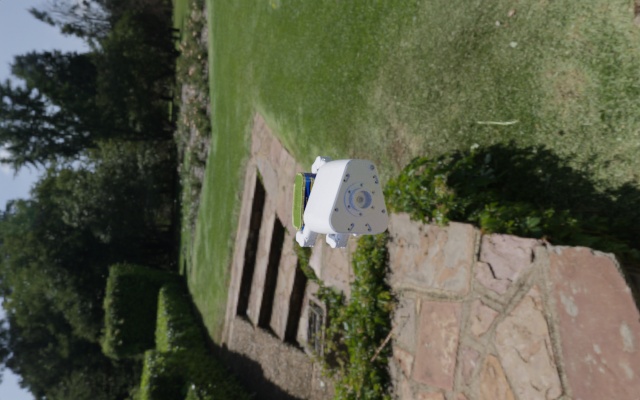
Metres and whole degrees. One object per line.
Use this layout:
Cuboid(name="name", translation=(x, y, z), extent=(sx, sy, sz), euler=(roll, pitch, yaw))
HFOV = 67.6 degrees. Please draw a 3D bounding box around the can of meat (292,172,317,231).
Cuboid(name="can of meat", translation=(0.000, 0.003, 0.805), extent=(0.084, 0.102, 0.057), euler=(2, 2, -19))
